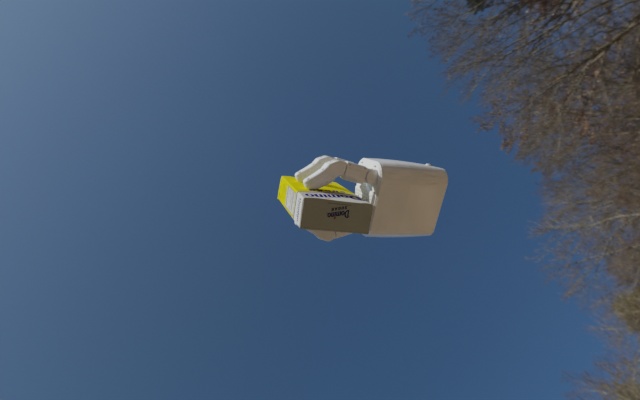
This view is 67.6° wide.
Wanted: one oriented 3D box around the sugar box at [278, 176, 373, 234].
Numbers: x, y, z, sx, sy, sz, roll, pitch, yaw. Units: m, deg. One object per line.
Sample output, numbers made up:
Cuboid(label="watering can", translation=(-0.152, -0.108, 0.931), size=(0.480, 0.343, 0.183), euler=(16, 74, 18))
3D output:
Cuboid(label="sugar box", translation=(0.000, 0.002, 0.667), size=(0.093, 0.048, 0.176), euler=(6, 8, -16))
